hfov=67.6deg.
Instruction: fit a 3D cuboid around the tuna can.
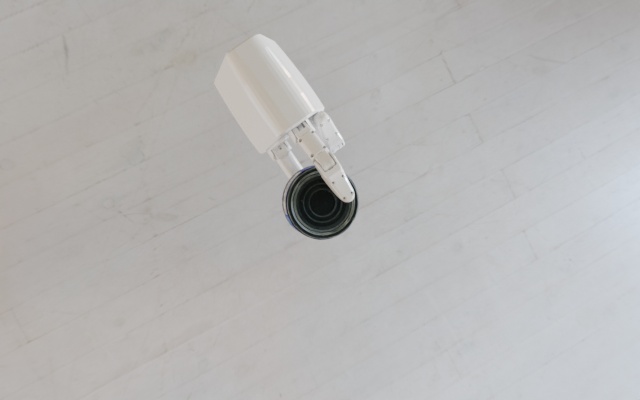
[{"bbox_3d":[0.000,0.002,0.551,0.086,0.086,0.034,0,3,-11],"label":"tuna can"}]
